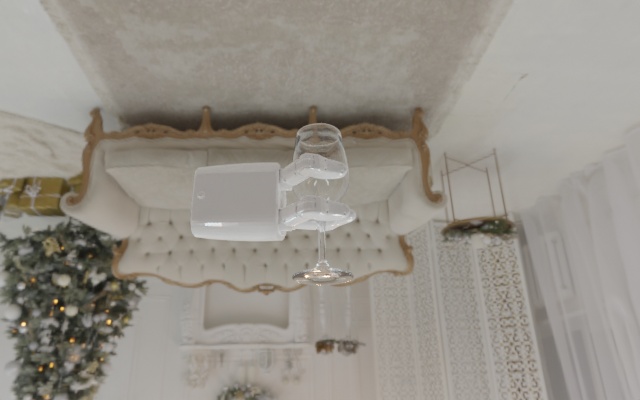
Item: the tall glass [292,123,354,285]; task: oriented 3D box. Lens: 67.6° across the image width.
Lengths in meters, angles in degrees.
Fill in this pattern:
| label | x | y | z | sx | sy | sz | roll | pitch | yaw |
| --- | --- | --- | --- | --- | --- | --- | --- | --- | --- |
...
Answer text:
| label | x | y | z | sx | sy | sz | roll | pitch | yaw |
| --- | --- | --- | --- | --- | --- | --- | --- | --- | --- |
| tall glass | 0.000 | 0.003 | 0.614 | 0.079 | 0.201 | 0.079 | -1 | -23 | 0 |
